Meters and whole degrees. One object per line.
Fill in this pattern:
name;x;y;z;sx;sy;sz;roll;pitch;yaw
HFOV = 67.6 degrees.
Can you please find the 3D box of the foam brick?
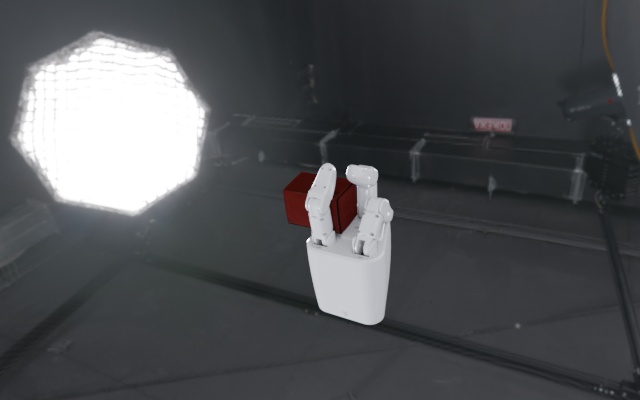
foam brick;0.000;0.002;0.600;0.078;0.051;0.053;11;35;27
